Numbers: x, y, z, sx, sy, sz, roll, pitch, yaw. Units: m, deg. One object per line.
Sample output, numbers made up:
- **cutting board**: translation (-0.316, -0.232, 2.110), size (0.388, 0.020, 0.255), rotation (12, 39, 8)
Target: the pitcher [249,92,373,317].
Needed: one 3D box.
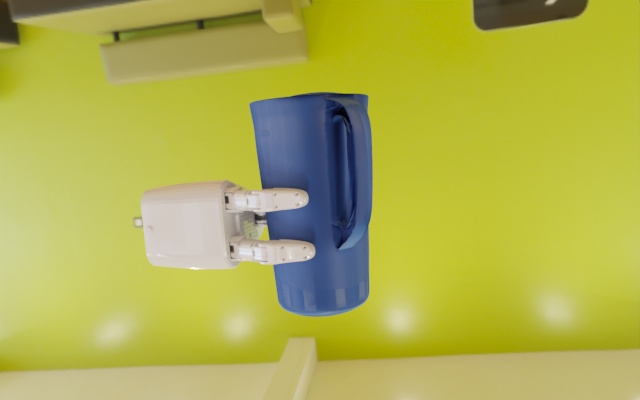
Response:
- **pitcher**: translation (0.000, 0.002, 0.537), size (0.145, 0.243, 0.149), rotation (-3, 7, 16)
